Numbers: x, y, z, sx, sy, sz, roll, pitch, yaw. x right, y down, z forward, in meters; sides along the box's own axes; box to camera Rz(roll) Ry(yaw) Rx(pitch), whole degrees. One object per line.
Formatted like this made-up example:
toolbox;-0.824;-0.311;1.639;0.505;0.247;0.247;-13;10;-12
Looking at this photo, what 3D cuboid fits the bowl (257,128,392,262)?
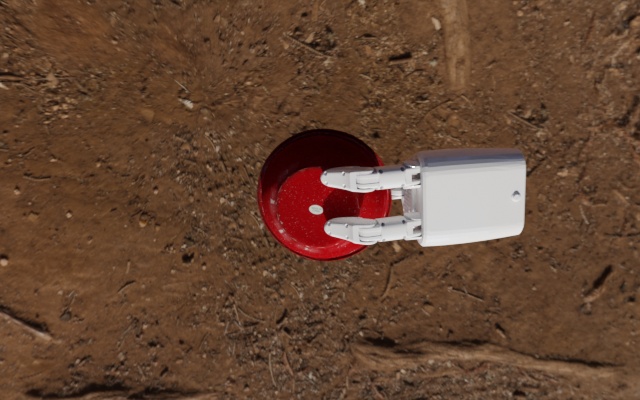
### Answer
bowl;-0.001;0.002;0.541;0.162;0.162;0.055;0;14;8
